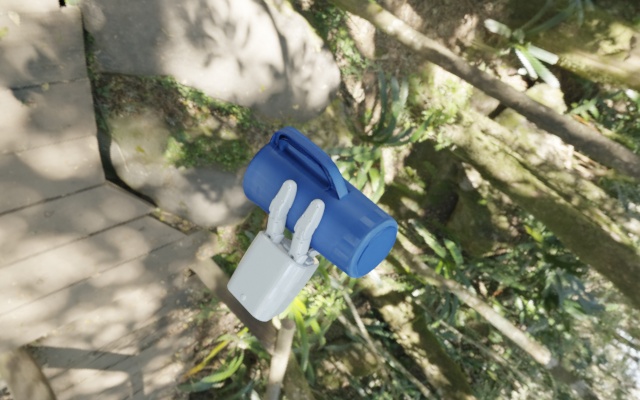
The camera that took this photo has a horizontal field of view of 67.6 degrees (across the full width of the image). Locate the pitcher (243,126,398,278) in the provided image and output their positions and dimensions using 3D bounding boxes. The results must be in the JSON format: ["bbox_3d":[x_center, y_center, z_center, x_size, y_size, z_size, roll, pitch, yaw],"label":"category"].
[{"bbox_3d":[0.000,0.003,0.749,0.242,0.145,0.149,38,7,29],"label":"pitcher"}]
